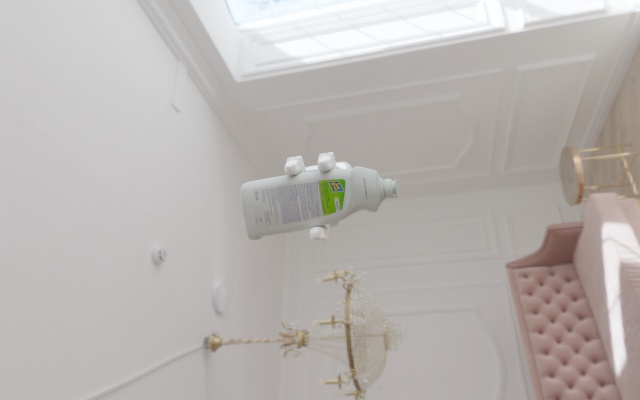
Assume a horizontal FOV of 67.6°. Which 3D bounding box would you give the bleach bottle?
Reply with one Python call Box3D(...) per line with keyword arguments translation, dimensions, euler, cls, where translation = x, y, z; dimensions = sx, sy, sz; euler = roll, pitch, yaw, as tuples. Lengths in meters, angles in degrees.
Box3D(translation=(0.000, 0.002, 0.782), dimensions=(0.251, 0.102, 0.068), euler=(-6, 9, 12), cls="bleach bottle")
